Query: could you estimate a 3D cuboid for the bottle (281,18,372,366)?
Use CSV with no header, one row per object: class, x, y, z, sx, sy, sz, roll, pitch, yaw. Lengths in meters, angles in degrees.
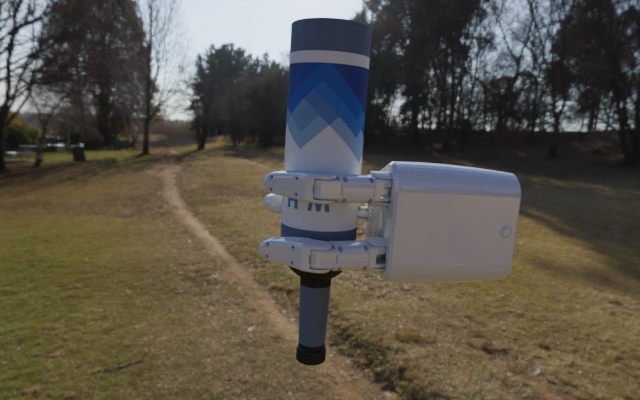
bottle,0.000,0.001,0.418,0.069,0.296,0.069,4,9,-1
